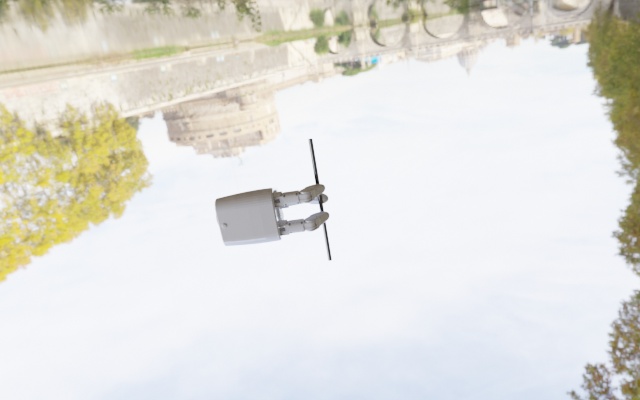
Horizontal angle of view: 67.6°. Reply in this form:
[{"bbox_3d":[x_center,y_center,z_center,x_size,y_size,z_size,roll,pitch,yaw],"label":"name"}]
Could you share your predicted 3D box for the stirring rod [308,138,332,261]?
[{"bbox_3d":[0.000,0.003,0.889,0.011,0.240,0.011,-8,19,3],"label":"stirring rod"}]
